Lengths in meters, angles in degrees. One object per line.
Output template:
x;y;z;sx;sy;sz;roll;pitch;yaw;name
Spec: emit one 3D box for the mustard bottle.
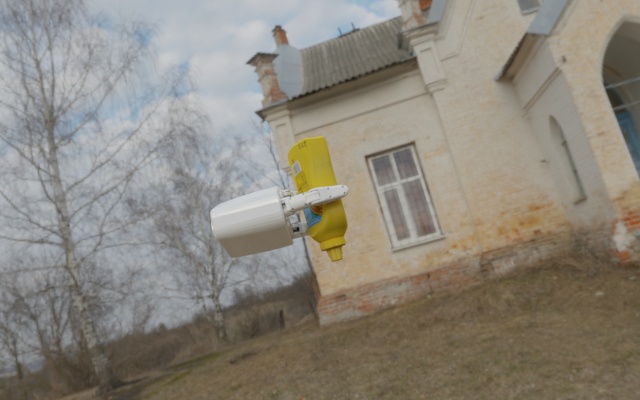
0.000;0.002;0.755;0.058;0.191;0.096;-11;-11;-25;mustard bottle
